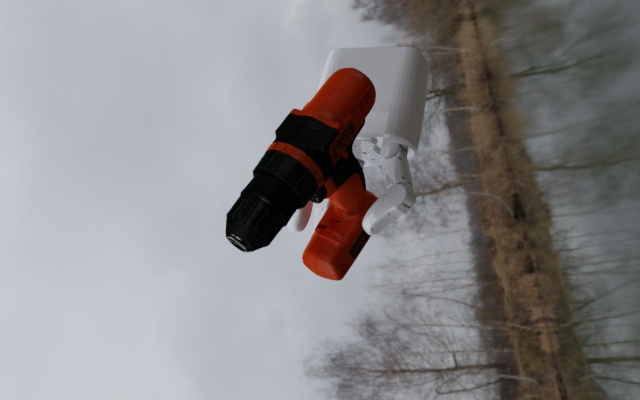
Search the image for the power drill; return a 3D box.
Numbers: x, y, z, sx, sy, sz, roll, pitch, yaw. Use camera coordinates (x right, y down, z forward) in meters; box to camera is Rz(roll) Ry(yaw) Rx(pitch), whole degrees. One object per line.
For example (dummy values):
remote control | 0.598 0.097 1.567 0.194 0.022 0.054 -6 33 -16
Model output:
power drill | 0.000 0.001 0.440 0.057 0.184 0.188 25 -24 25
